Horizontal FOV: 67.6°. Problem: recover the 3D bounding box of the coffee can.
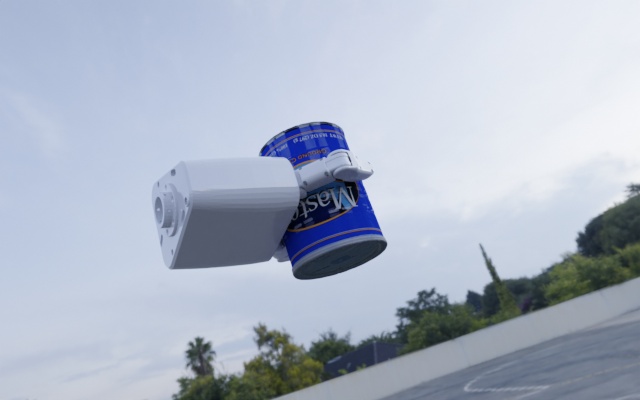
[{"bbox_3d":[0.000,0.002,0.516,0.103,0.140,0.103,-16,-22,-7],"label":"coffee can"}]
